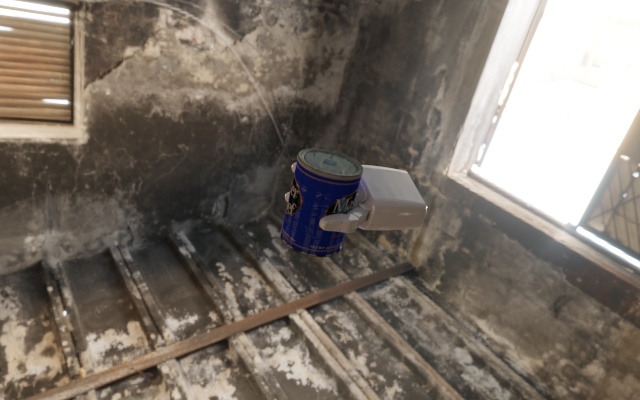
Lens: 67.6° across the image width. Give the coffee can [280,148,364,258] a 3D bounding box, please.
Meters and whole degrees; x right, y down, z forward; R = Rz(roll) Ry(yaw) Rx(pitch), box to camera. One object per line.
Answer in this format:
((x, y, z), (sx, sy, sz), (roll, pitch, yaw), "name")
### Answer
((0.000, 0.002, 0.746), (0.103, 0.140, 0.102), (12, 25, -6), "coffee can")
